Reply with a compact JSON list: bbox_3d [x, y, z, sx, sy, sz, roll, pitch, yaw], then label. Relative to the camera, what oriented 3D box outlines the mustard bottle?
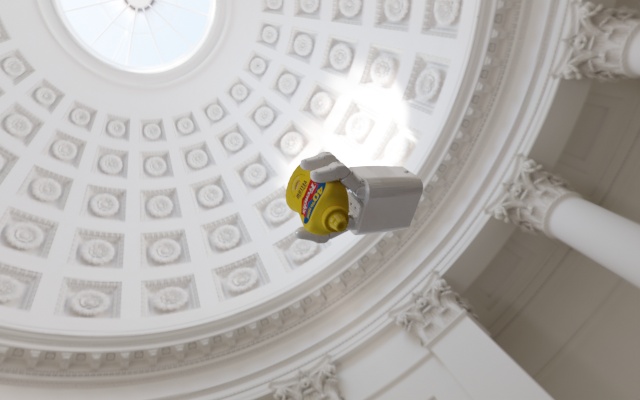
[{"bbox_3d":[0.000,0.002,0.779,0.058,0.096,0.191,22,13,-28],"label":"mustard bottle"}]
